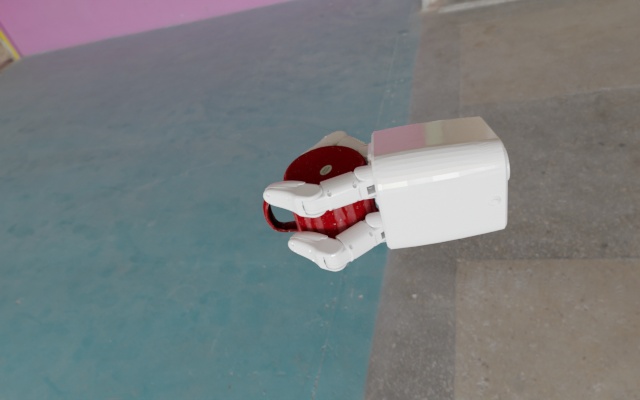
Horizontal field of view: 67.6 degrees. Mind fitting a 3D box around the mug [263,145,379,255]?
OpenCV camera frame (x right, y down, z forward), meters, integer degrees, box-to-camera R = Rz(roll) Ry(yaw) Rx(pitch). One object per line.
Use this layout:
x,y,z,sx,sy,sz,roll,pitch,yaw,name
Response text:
-0.001,0.002,0.474,0.117,0.082,0.093,-9,39,10,mug
